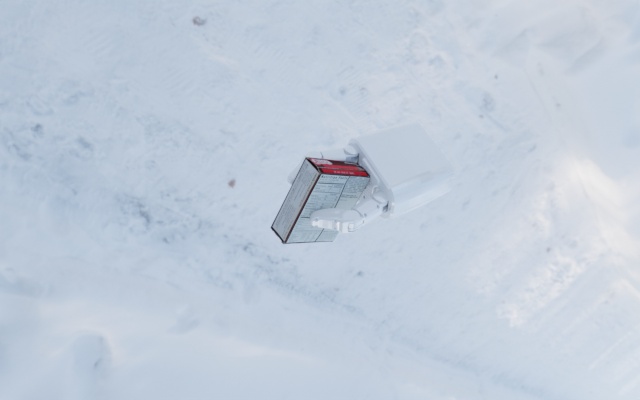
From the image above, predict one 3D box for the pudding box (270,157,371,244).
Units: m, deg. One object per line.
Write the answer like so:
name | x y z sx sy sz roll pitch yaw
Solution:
pudding box | 0.000 0.002 0.604 0.090 0.113 0.039 3 34 -42
